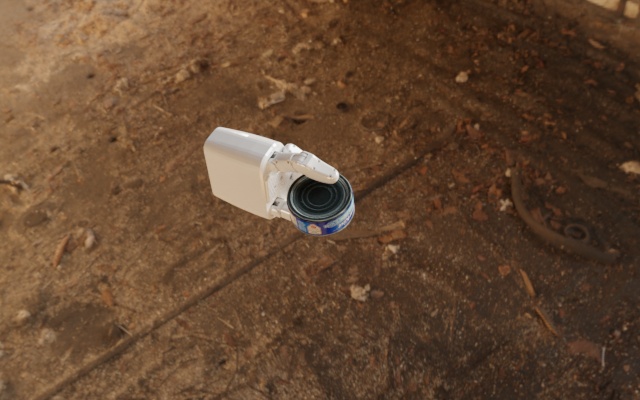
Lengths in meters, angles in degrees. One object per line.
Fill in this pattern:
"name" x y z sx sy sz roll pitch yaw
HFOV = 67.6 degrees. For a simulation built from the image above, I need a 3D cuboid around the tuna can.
"tuna can" 0.000 0.002 0.610 0.086 0.086 0.034 0 -37 8
